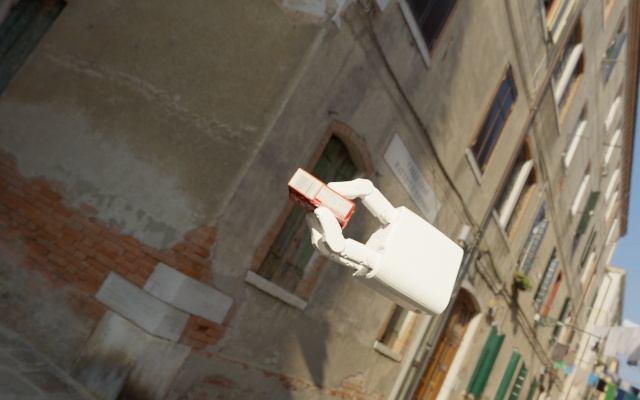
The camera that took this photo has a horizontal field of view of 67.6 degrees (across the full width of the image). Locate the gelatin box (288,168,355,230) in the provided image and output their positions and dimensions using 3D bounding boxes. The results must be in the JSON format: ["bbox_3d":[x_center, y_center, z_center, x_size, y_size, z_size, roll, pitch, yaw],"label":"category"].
[{"bbox_3d":[0.000,0.002,0.632,0.089,0.030,0.073,34,-13,5],"label":"gelatin box"}]
